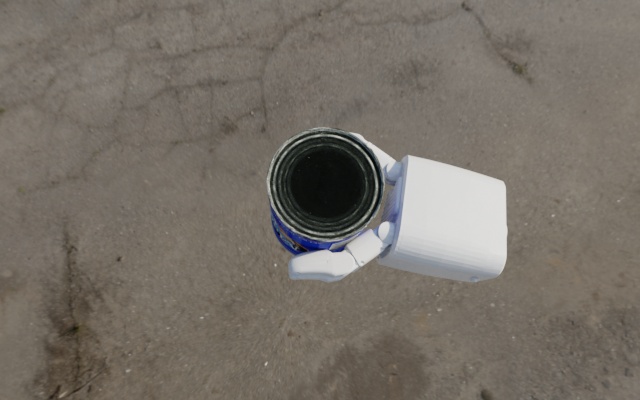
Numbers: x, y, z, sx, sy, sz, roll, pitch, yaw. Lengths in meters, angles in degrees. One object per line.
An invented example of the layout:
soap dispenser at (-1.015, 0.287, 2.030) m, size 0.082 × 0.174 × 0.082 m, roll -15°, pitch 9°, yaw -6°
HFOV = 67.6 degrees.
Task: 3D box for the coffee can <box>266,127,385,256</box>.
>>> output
coffee can at (0.000, 0.001, 0.475) m, size 0.103 × 0.102 × 0.140 m, roll 0°, pitch -14°, yaw -4°
